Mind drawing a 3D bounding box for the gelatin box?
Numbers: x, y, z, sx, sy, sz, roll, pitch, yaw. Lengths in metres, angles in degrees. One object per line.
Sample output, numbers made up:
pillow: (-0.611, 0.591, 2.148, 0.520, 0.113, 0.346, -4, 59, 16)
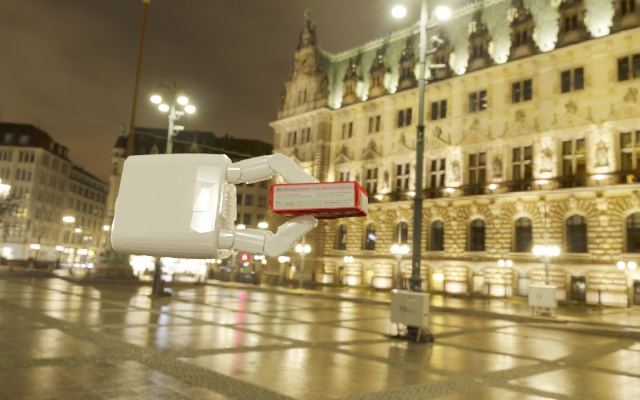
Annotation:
gelatin box: (0.000, 0.001, 0.490, 0.089, 0.030, 0.073, -3, -9, 13)
